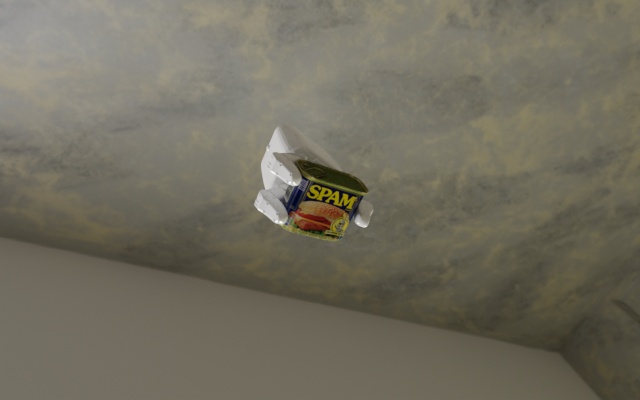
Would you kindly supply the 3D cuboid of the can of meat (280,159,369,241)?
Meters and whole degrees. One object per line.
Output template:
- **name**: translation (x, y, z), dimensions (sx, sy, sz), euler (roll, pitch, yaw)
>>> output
- **can of meat**: translation (0.000, 0.002, 0.645), dimensions (0.102, 0.084, 0.057), euler (16, 23, -25)
